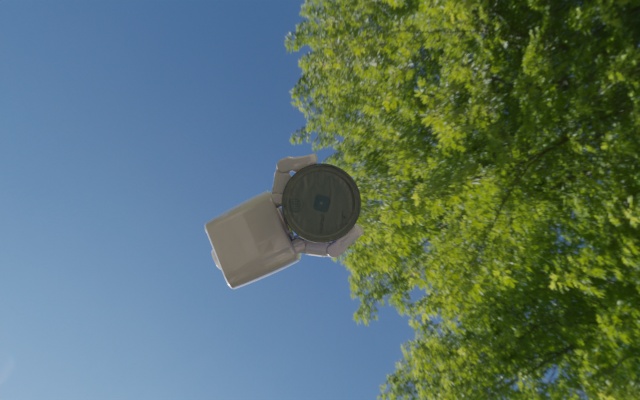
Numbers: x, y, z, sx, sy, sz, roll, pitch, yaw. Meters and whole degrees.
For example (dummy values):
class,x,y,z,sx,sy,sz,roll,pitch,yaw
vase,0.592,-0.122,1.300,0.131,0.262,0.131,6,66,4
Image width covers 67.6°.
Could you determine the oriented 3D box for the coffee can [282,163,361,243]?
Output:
class,x,y,z,sx,sy,sz,roll,pitch,yaw
coffee can,0.000,0.002,0.681,0.103,0.103,0.140,0,1,-1
